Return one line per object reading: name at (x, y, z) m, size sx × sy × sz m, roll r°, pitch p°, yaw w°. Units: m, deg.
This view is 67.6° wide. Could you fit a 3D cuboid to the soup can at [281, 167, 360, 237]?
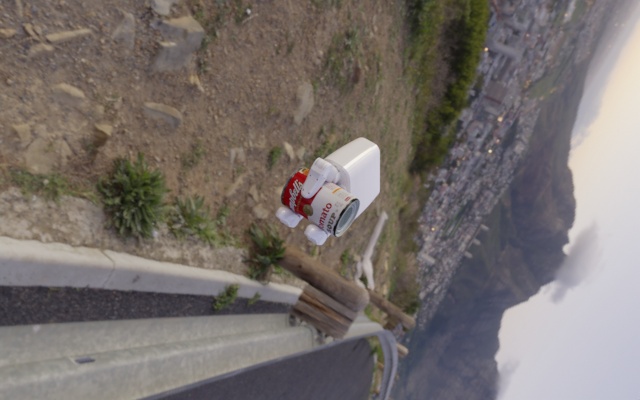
soup can at (0.000, 0.003, 0.723) m, size 0.102 × 0.068 × 0.068 m, roll 31°, pitch 12°, yaw 20°
